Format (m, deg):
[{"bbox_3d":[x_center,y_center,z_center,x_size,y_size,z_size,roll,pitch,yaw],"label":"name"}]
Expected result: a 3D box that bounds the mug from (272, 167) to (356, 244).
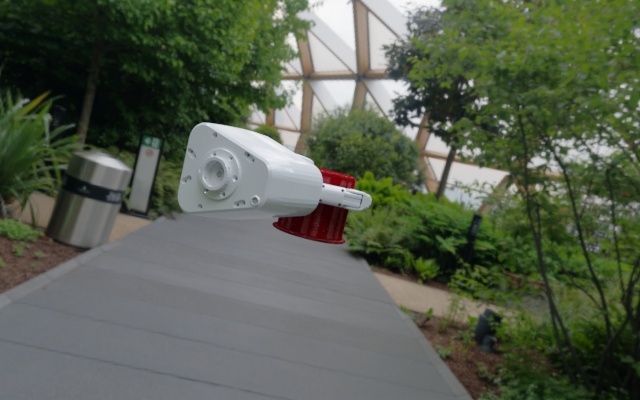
[{"bbox_3d":[0.001,0.002,0.599,0.093,0.081,0.117,16,5,23],"label":"mug"}]
